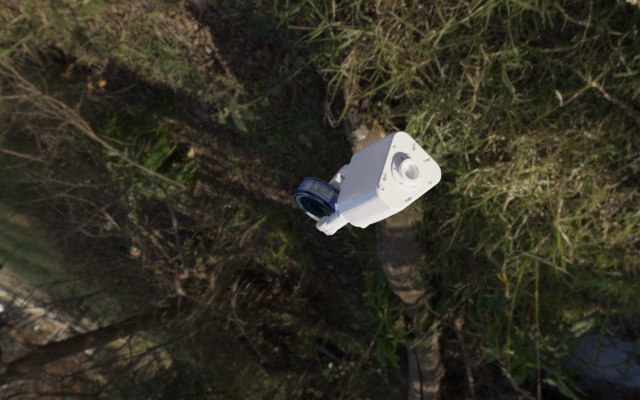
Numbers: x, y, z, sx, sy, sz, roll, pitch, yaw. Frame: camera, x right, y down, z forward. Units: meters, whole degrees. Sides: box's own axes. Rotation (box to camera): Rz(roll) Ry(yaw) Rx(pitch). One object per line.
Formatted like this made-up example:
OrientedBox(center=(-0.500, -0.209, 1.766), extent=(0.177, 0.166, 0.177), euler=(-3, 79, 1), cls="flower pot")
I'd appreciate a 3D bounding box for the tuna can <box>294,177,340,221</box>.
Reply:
OrientedBox(center=(0.000, 0.003, 0.775), extent=(0.086, 0.033, 0.086), euler=(29, -23, 14), cls="tuna can")
